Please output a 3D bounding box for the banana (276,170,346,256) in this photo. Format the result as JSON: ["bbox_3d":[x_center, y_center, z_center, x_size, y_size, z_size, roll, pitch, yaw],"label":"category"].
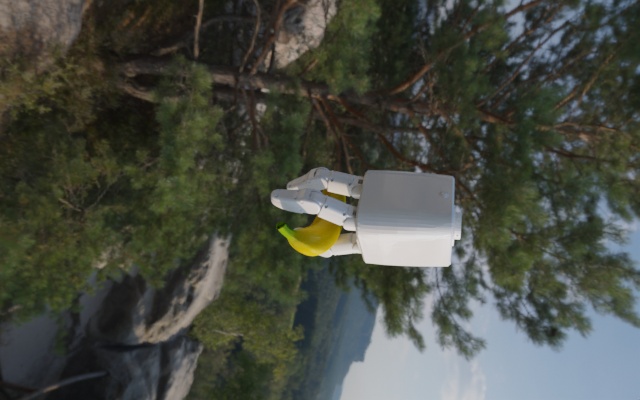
[{"bbox_3d":[0.004,0.020,0.612,0.037,0.070,0.197,-10,17,22],"label":"banana"}]
